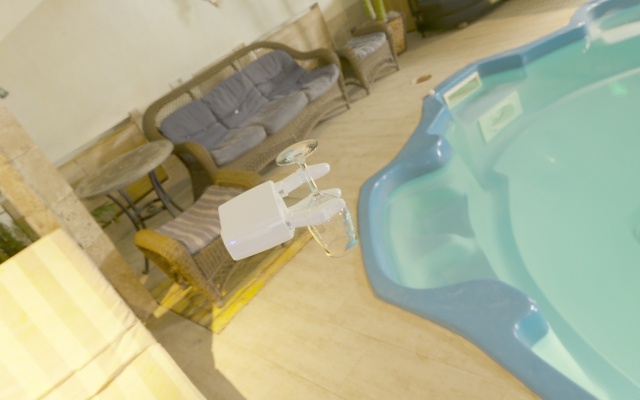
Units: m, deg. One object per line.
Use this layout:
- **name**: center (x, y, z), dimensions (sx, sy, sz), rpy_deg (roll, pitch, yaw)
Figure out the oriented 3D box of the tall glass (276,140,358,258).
- **tall glass**: center (0.000, 0.002, 0.806), dimensions (0.079, 0.201, 0.079), rpy_deg (-20, 27, 11)
